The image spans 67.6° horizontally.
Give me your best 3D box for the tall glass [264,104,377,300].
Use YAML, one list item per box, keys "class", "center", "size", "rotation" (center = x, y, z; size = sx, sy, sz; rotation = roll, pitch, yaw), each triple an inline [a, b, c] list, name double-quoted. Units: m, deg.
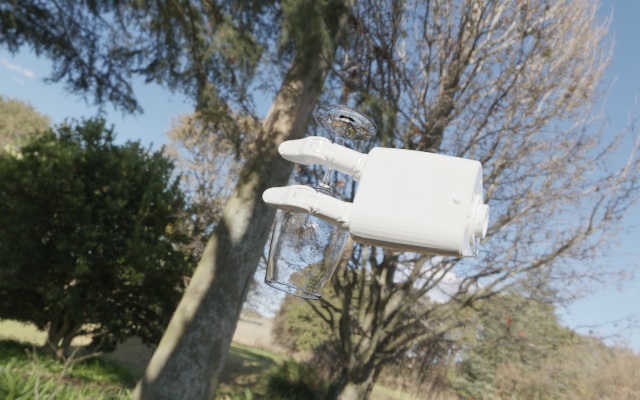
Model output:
- class: "tall glass"
  center: [0.000, 0.001, 0.515]
  size: [0.079, 0.201, 0.079]
  rotation: [16, -17, 5]
